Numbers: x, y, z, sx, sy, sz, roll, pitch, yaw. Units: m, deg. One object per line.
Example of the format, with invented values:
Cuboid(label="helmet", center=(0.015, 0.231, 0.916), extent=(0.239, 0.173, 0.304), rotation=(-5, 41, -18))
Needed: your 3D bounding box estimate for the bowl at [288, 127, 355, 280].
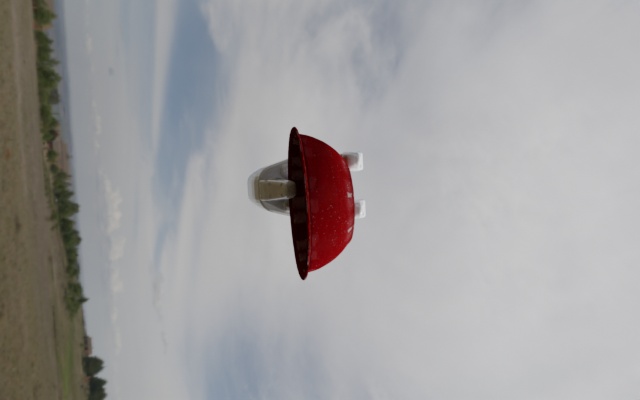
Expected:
Cuboid(label="bowl", center=(0.001, 0.002, 0.508), extent=(0.055, 0.162, 0.162), rotation=(-4, 0, -9))
